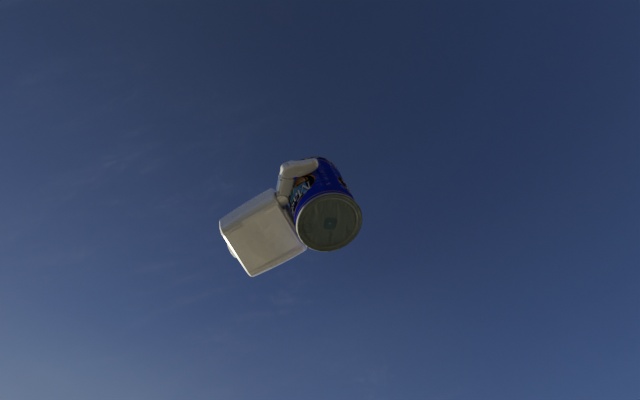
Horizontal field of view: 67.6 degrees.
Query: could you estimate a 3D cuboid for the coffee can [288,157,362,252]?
[{"bbox_3d":[0.000,0.002,0.782,0.103,0.103,0.140,0,29,-14],"label":"coffee can"}]
